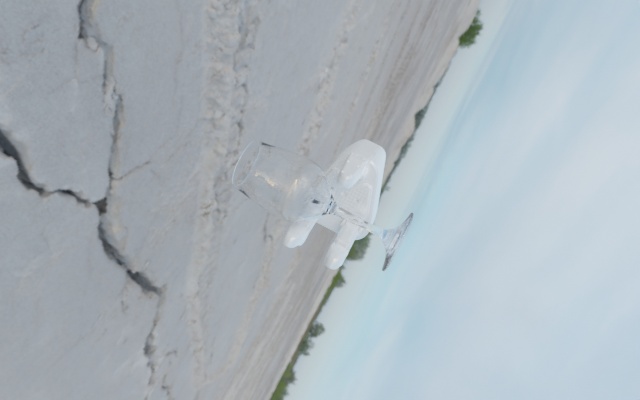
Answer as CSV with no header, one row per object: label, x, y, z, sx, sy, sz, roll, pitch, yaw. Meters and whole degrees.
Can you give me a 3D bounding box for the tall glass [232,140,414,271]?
tall glass,0.001,0.002,0.549,0.201,0.079,0.079,27,3,6
